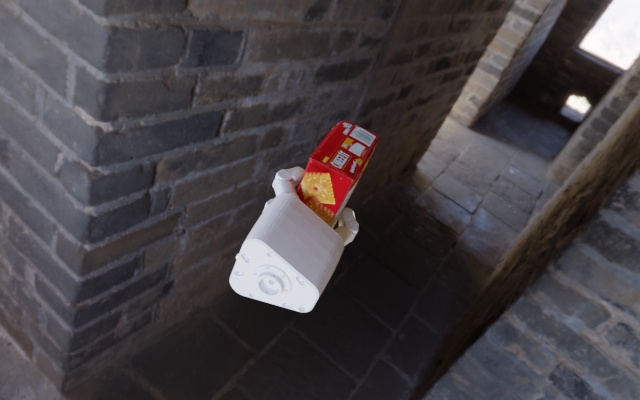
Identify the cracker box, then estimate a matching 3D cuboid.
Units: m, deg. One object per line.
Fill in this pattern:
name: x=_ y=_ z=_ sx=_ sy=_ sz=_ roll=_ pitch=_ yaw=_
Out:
cracker box: x=0.000 y=0.002 z=0.726 sx=0.072 sy=0.214 sz=0.164 roll=28 pitch=34 yaw=3
